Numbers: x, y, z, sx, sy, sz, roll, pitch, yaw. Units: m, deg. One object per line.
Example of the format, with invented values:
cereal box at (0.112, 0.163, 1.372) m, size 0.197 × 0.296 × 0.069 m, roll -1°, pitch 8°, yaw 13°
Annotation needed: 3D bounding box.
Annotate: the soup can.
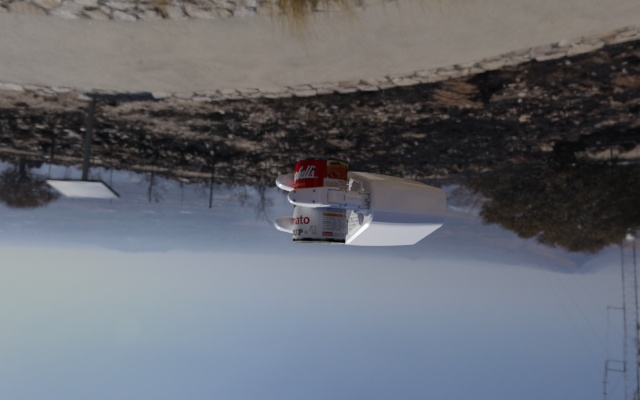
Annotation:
soup can at (0.000, 0.002, 0.595) m, size 0.068 × 0.102 × 0.068 m, roll 2°, pitch -7°, yaw 0°
